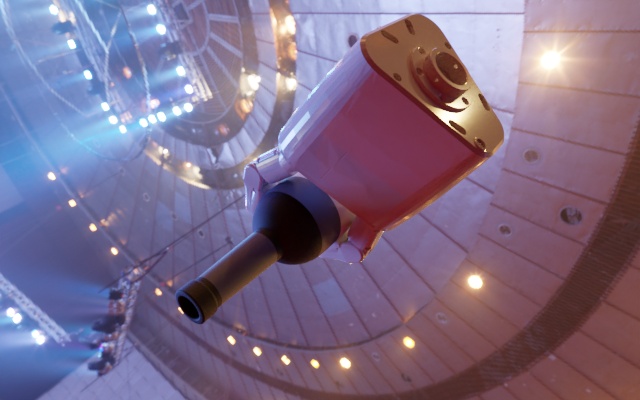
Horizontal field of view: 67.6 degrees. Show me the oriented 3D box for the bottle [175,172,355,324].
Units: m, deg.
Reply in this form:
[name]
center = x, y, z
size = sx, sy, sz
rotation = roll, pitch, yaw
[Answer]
[bottle]
center = 0.000, 0.001, 0.408
size = 0.069, 0.069, 0.295
rotation = 0, 28, 41
